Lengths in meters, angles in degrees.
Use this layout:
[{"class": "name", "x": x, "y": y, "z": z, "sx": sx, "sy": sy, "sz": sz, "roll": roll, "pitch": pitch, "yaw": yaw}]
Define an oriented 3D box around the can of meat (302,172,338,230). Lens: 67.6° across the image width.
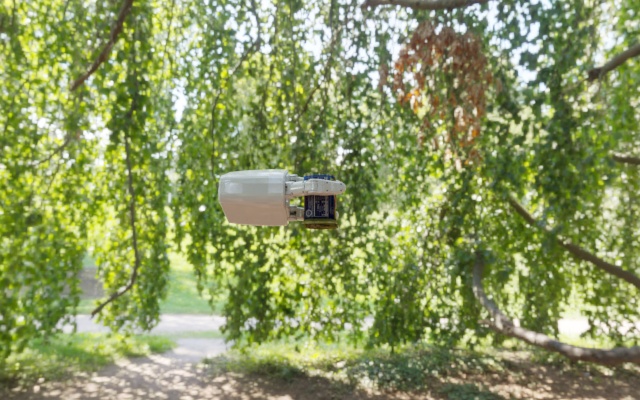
[{"class": "can of meat", "x": 0.000, "y": 0.002, "z": 0.805, "sx": 0.057, "sy": 0.084, "sz": 0.102, "roll": -1, "pitch": -9, "yaw": 3}]
